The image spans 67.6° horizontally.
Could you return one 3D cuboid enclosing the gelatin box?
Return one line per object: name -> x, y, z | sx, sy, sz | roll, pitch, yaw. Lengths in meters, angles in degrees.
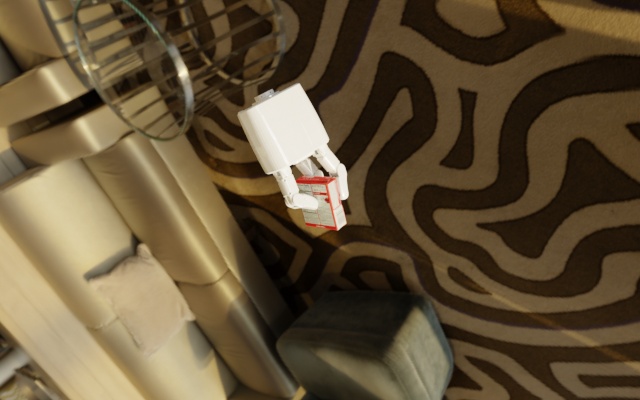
gelatin box -> 0.000, 0.003, 0.811 | 0.073, 0.089, 0.030 | 5, 28, 41
